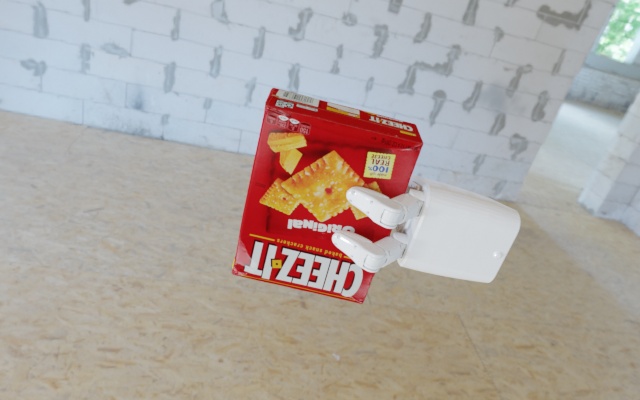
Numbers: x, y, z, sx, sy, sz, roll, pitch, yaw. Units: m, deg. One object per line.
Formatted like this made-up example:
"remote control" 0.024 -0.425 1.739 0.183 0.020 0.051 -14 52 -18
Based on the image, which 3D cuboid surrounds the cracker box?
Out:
"cracker box" 0.000 0.002 0.536 0.164 0.214 0.072 14 27 -4
